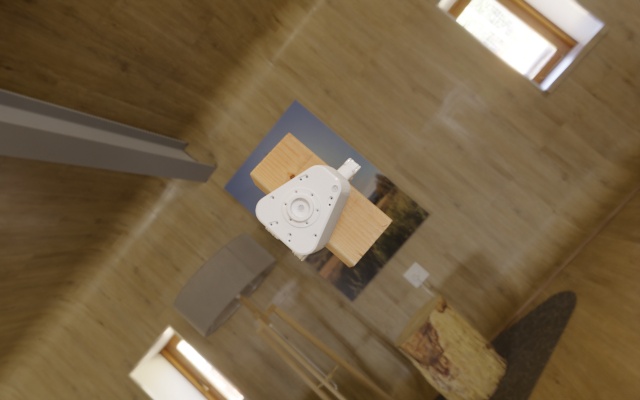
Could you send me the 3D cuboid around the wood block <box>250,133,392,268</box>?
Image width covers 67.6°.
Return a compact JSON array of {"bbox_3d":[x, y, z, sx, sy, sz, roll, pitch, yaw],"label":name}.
[{"bbox_3d":[0.000,0.002,0.748,0.206,0.091,0.090,41,-8,5],"label":"wood block"}]
